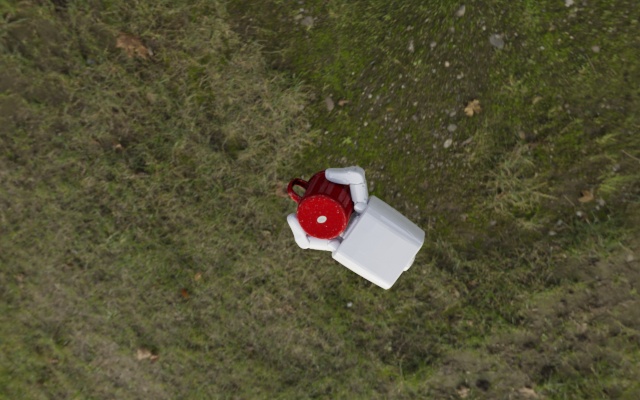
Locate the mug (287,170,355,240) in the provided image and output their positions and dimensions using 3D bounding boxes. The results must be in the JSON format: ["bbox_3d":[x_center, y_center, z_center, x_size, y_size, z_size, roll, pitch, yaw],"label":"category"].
[{"bbox_3d":[-0.001,0.002,0.759,0.117,0.093,0.081,32,30,-3],"label":"mug"}]
